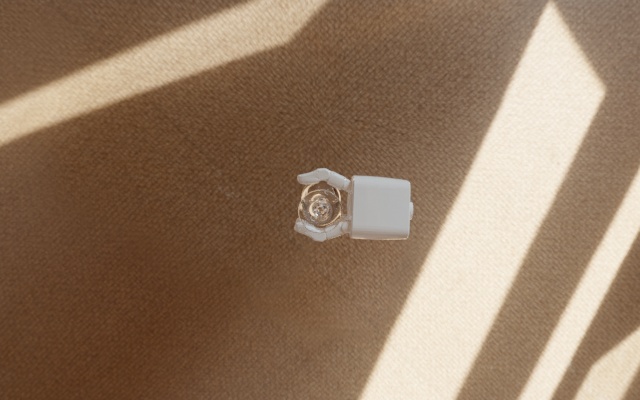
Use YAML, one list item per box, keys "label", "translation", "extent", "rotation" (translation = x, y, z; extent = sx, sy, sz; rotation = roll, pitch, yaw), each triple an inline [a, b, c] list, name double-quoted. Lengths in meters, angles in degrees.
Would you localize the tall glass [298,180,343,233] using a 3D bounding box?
- label: "tall glass"
  translation: [0.000, 0.003, 0.891]
  extent: [0.079, 0.079, 0.201]
  rotation: [0, 9, 0]
